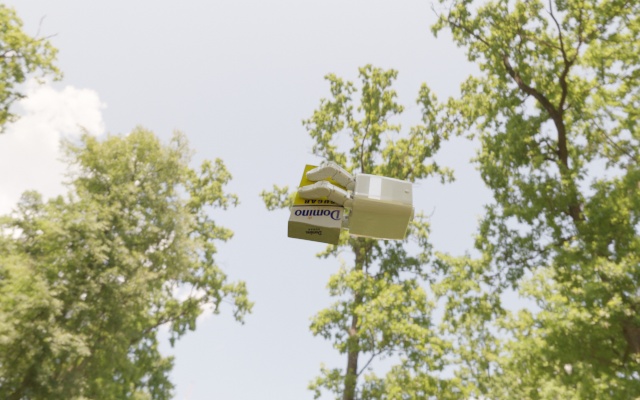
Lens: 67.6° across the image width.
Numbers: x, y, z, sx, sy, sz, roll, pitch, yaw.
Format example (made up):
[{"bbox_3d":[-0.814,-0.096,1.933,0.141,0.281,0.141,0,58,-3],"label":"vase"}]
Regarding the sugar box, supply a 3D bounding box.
[{"bbox_3d":[0.000,0.002,0.883,0.093,0.048,0.176,8,37,3],"label":"sugar box"}]
